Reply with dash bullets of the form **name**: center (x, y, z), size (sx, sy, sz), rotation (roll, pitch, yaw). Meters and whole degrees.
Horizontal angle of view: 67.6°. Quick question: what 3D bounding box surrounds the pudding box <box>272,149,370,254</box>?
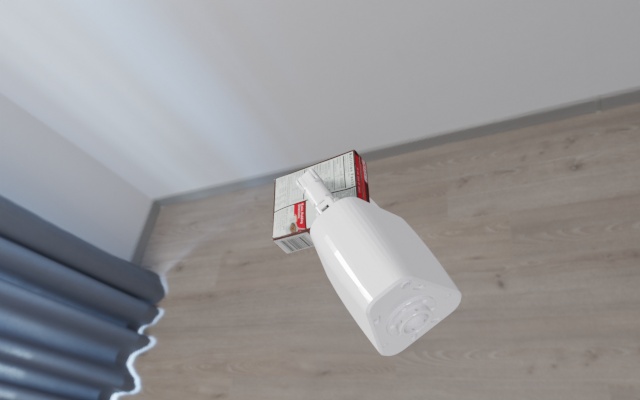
- **pudding box**: center (0.000, 0.002, 0.545), size (0.113, 0.090, 0.039), rotation (-17, -38, 22)
